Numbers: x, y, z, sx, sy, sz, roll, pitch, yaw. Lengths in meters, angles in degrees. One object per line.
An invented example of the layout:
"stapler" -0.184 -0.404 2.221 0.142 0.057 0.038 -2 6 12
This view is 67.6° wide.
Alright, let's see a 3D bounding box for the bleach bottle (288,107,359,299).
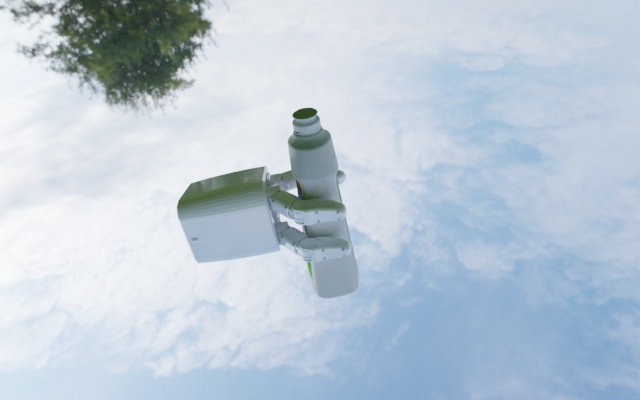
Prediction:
"bleach bottle" 0.000 0.002 0.592 0.068 0.251 0.102 -12 35 -2
